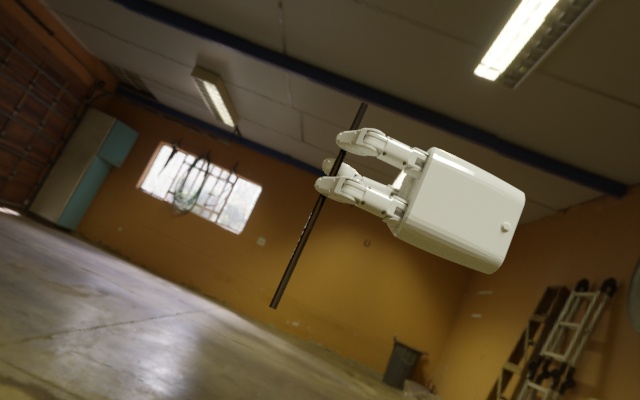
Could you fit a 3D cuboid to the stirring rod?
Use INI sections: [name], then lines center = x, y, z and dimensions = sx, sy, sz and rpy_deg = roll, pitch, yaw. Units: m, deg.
[stirring rod]
center = 0.000, 0.002, 0.506
dimensions = 0.011, 0.239, 0.011
rpy_deg = 24, -10, 5
